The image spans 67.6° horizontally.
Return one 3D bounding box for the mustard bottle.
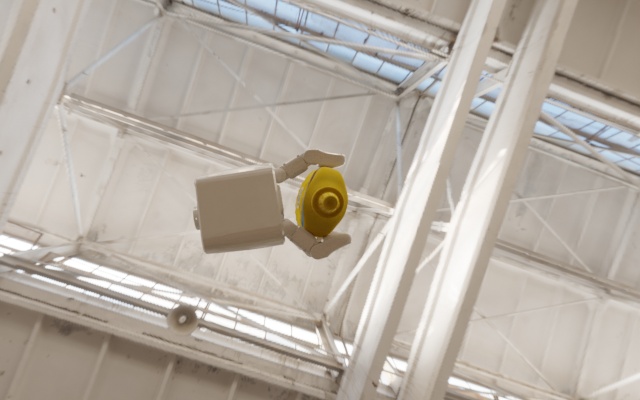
[{"bbox_3d":[0.000,0.002,0.666,0.058,0.096,0.191,15,-2,-6],"label":"mustard bottle"}]
